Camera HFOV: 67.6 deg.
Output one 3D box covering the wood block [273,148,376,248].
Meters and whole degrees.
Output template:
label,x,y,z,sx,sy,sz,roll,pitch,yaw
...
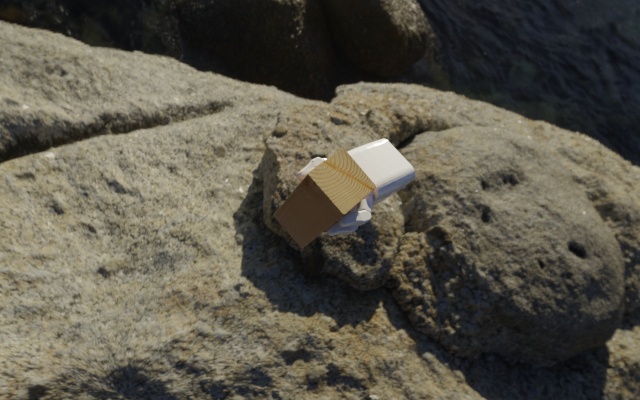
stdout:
label,x,y,z,sx,sy,sz,roll,pitch,yaw
wood block,0.000,0.002,0.870,0.090,0.091,0.206,-39,-3,-30
